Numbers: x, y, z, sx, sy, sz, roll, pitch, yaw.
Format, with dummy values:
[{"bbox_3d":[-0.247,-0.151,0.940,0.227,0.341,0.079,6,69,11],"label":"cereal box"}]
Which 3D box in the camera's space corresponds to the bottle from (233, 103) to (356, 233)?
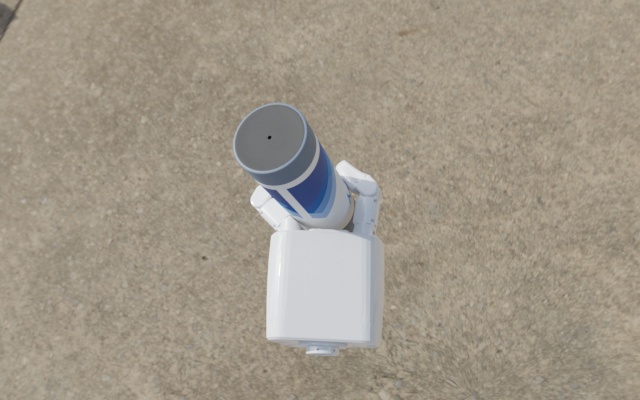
[{"bbox_3d":[0.000,0.002,0.522,0.069,0.069,0.296,0,-21,18],"label":"bottle"}]
